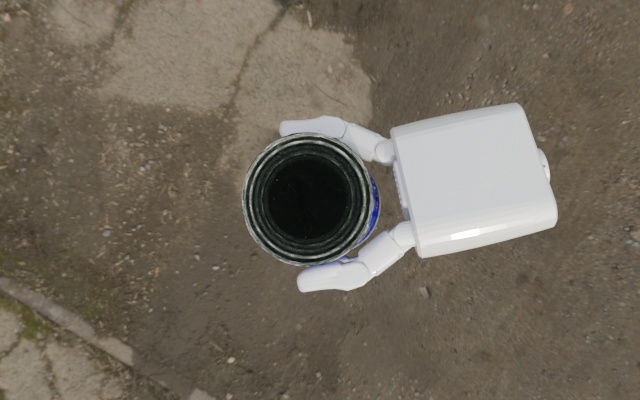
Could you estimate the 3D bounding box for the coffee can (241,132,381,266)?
[{"bbox_3d":[0.000,0.001,0.429,0.103,0.103,0.140,0,-2,9],"label":"coffee can"}]
